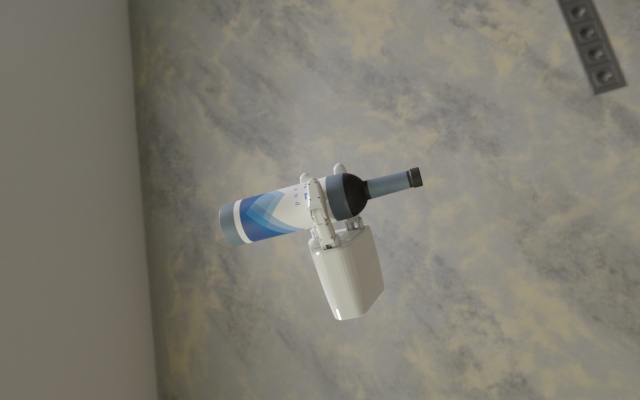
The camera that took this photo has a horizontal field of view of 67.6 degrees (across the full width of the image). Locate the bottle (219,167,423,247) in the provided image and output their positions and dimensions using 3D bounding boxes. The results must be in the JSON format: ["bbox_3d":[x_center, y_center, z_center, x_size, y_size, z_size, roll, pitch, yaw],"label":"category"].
[{"bbox_3d":[0.000,0.002,0.694,0.296,0.069,0.069,-14,-3,13],"label":"bottle"}]
